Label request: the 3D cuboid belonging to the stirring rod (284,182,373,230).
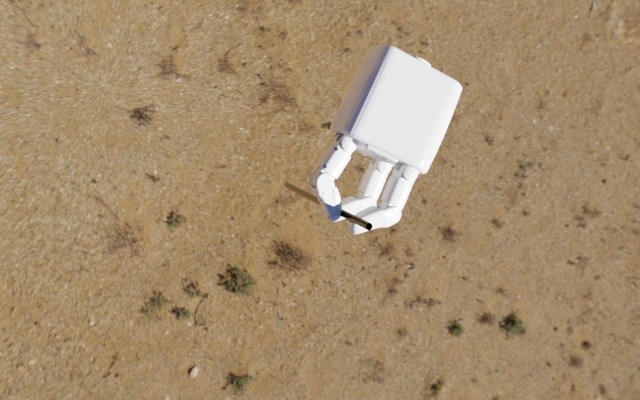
[{"bbox_3d":[0.000,0.002,0.589,0.011,0.011,0.239,0,12,-25],"label":"stirring rod"}]
